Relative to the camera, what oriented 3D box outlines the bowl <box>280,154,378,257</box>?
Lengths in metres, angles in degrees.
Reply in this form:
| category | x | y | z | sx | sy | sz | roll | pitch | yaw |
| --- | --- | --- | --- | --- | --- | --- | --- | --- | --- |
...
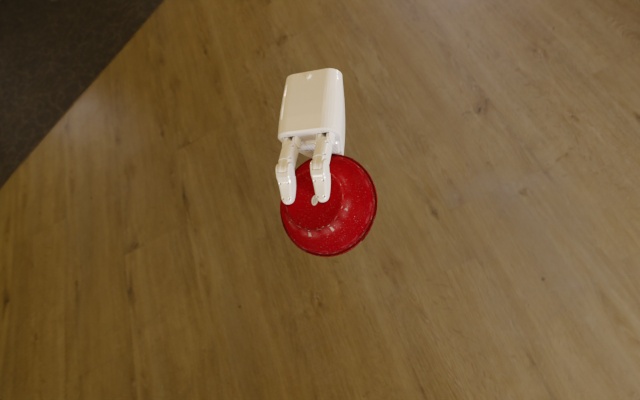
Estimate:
| category | x | y | z | sx | sy | sz | roll | pitch | yaw |
| --- | --- | --- | --- | --- | --- | --- | --- | --- | --- |
| bowl | 0.000 | 0.004 | 0.712 | 0.162 | 0.162 | 0.055 | 0 | -9 | 23 |
